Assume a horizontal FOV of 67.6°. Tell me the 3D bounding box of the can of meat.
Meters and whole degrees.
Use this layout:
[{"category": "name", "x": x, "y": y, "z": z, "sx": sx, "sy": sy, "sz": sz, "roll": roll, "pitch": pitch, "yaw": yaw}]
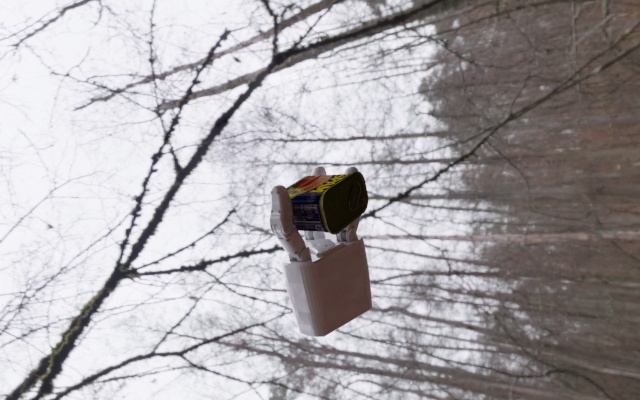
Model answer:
[{"category": "can of meat", "x": 0.000, "y": 0.002, "z": 0.616, "sx": 0.084, "sy": 0.057, "sz": 0.102, "roll": -1, "pitch": 21, "yaw": 36}]
